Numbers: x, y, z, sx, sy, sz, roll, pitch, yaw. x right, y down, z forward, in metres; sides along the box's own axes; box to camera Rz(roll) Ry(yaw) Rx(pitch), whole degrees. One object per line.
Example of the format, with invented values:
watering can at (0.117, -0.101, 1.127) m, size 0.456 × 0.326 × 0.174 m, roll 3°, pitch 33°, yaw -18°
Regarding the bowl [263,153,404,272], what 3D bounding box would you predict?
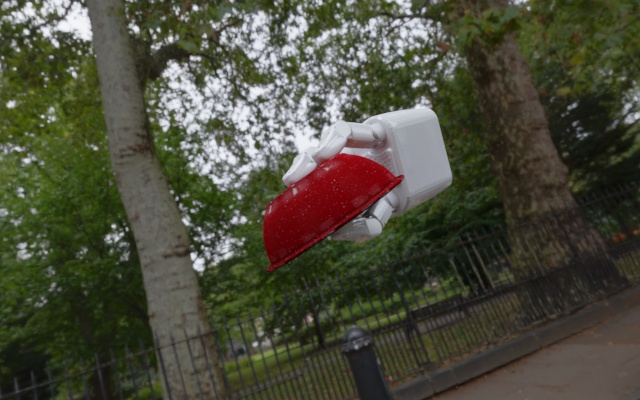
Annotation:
bowl at (-0.001, 0.002, 0.465) m, size 0.162 × 0.055 × 0.162 m, roll -35°, pitch 1°, yaw 0°
